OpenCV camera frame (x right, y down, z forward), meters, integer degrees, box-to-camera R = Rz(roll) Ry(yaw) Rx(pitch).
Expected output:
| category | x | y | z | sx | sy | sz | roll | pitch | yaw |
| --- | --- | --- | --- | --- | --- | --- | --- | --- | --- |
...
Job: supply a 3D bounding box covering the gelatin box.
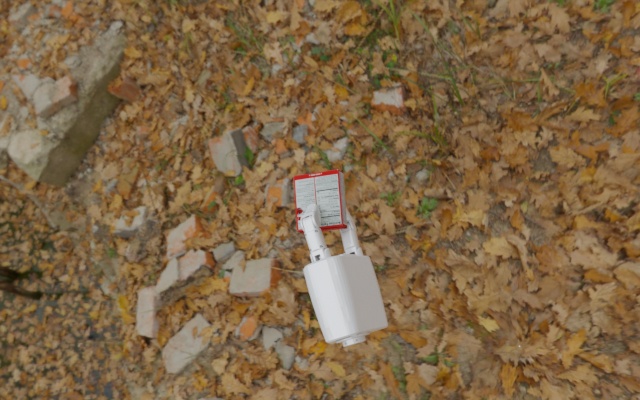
| category | x | y | z | sx | sy | sz | roll | pitch | yaw |
| --- | --- | --- | --- | --- | --- | --- | --- | --- | --- |
| gelatin box | 0.000 | 0.002 | 0.720 | 0.073 | 0.089 | 0.030 | -8 | -11 | 18 |
